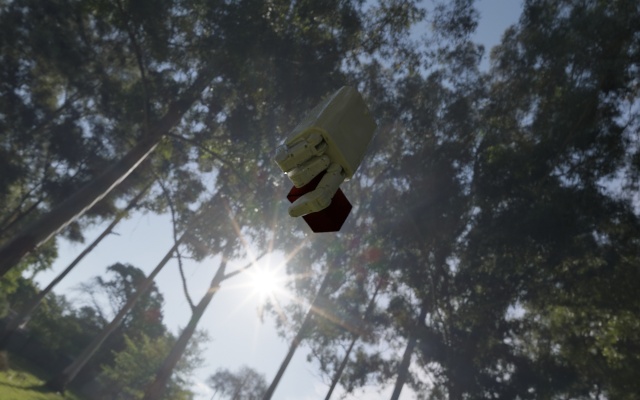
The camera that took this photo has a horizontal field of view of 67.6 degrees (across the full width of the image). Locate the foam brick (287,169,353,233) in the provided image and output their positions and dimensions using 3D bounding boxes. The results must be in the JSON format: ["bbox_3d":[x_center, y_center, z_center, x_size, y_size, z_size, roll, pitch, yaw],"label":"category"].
[{"bbox_3d":[0.000,0.003,0.692,0.053,0.078,0.051,-4,42,42],"label":"foam brick"}]
